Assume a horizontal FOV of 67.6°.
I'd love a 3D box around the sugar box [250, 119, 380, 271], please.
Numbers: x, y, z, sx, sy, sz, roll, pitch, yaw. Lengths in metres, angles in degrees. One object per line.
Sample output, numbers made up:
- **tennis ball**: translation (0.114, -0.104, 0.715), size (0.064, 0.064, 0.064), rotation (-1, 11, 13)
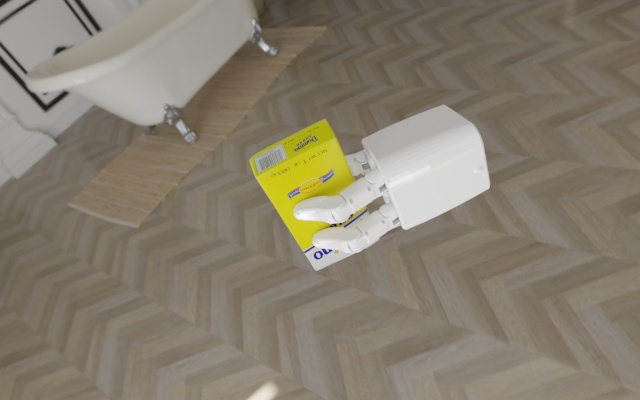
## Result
- **sugar box**: translation (0.000, 0.002, 0.546), size (0.093, 0.176, 0.048), rotation (-26, 41, 3)
